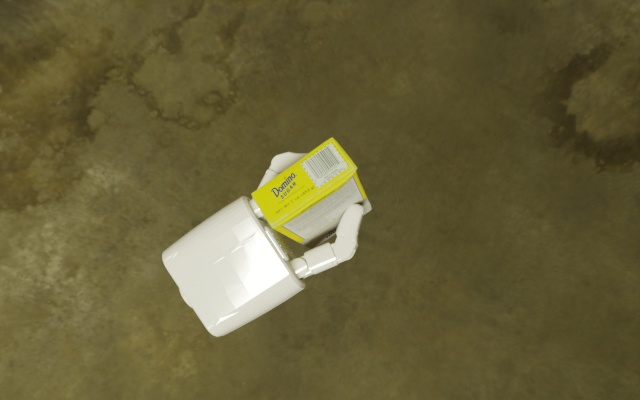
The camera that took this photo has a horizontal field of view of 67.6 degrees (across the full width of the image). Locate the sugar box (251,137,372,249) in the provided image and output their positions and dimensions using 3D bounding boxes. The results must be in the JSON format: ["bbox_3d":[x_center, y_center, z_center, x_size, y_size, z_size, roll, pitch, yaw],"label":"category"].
[{"bbox_3d":[0.000,0.001,0.504,0.093,0.048,0.176,-34,-13,1],"label":"sugar box"}]
